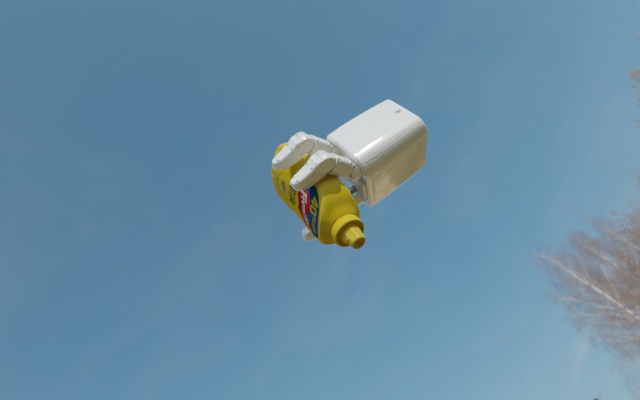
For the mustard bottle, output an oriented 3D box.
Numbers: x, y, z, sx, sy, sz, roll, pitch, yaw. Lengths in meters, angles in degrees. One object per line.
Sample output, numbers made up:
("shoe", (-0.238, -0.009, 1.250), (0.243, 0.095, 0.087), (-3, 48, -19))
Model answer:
("mustard bottle", (0.000, 0.002, 0.628), (0.058, 0.096, 0.191), (-16, 38, -25))
